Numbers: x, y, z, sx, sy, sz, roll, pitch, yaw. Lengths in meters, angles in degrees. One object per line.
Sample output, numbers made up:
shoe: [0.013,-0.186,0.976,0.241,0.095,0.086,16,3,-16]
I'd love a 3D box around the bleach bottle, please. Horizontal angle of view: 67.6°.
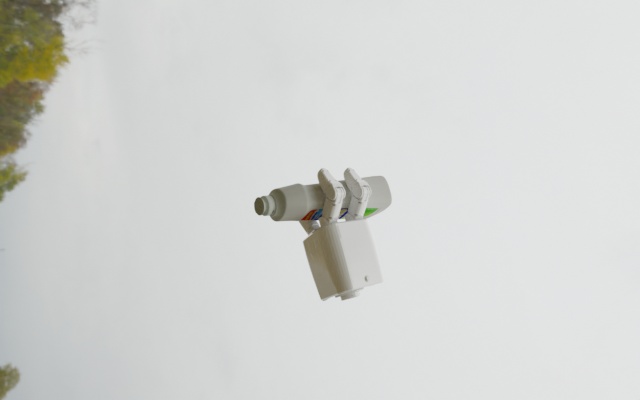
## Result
bleach bottle: [0.000,0.003,0.794,0.251,0.068,0.102,-5,-16,-39]
